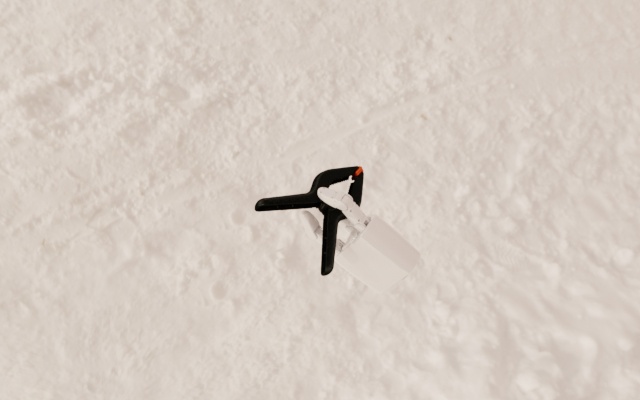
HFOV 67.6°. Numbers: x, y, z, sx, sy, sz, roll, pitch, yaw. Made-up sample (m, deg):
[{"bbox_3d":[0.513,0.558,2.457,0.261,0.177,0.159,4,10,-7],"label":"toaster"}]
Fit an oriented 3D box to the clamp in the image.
[{"bbox_3d":[0.001,0.002,0.815,0.164,0.210,0.036,39,-32,-3],"label":"clamp"}]
